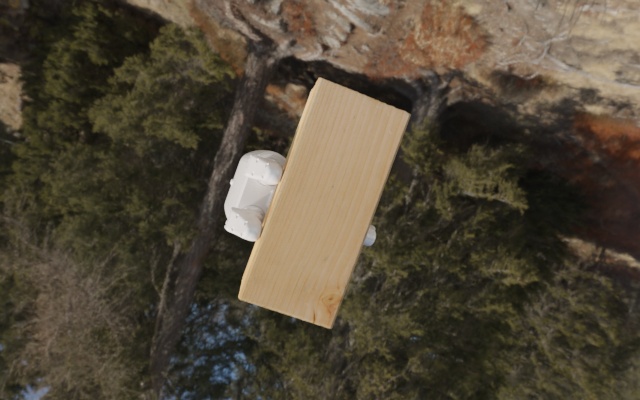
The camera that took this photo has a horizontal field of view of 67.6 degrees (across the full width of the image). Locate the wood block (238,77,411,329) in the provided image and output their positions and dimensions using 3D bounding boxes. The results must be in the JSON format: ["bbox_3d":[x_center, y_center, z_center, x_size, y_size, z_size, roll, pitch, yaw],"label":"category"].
[{"bbox_3d":[0.000,0.002,0.462,0.091,0.206,0.090,20,1,-8],"label":"wood block"}]
